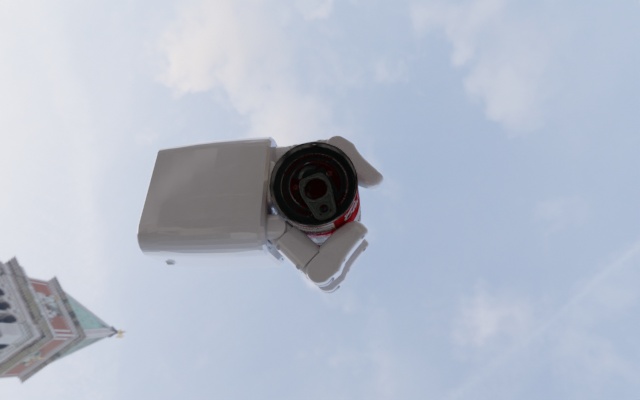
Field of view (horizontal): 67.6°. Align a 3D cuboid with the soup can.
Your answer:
[{"bbox_3d":[0.001,0.001,0.409,0.068,0.068,0.102,0,-17,7],"label":"soup can"}]
